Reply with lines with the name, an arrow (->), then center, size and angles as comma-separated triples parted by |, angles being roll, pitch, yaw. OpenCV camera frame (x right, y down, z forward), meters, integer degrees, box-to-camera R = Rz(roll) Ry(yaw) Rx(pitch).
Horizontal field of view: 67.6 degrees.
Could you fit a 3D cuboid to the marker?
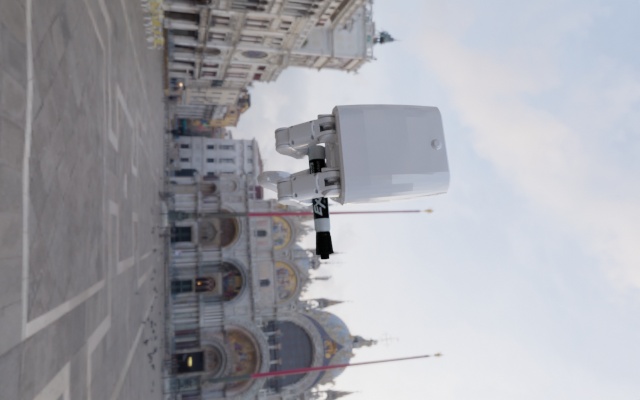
marker -> 0.000, 0.002, 0.503 | 0.020, 0.121, 0.020 | -5, -11, -1
